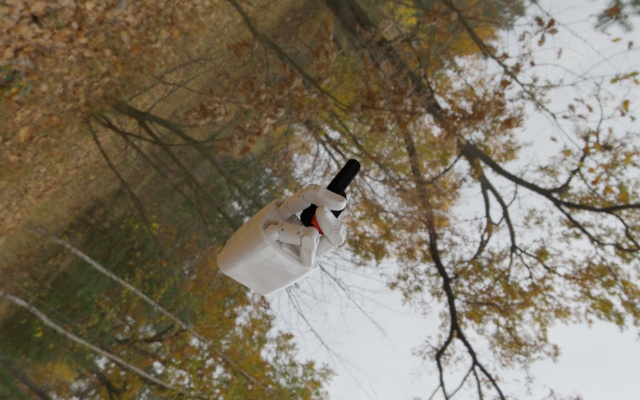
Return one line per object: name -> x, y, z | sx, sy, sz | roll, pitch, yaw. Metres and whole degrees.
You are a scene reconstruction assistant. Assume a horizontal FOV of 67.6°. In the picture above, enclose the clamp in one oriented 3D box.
clamp -> 0.001, 0.003, 0.745 | 0.120, 0.039, 0.171 | -35, 15, 31
